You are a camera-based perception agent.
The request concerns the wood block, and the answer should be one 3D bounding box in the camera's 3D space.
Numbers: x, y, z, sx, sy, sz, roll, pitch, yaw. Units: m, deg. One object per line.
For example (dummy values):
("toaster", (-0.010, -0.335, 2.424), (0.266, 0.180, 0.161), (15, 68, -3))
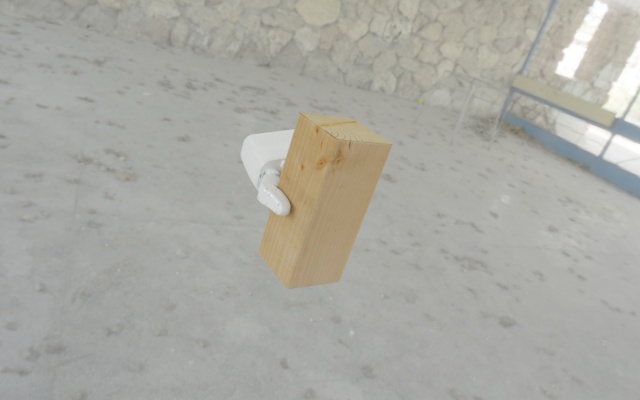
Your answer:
("wood block", (0.000, 0.002, 0.619), (0.091, 0.206, 0.090), (0, 29, -38))
